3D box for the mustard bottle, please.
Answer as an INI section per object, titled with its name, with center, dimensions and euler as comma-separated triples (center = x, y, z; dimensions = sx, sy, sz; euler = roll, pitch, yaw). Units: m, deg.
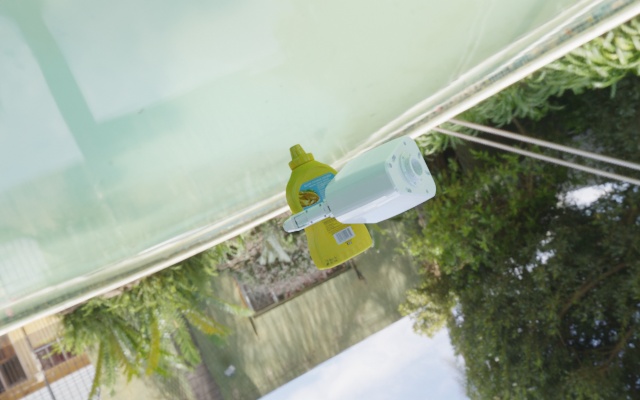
[mustard bottle]
center = 0.000, 0.003, 0.734
dimensions = 0.096, 0.191, 0.058
euler = -24, -1, -26
